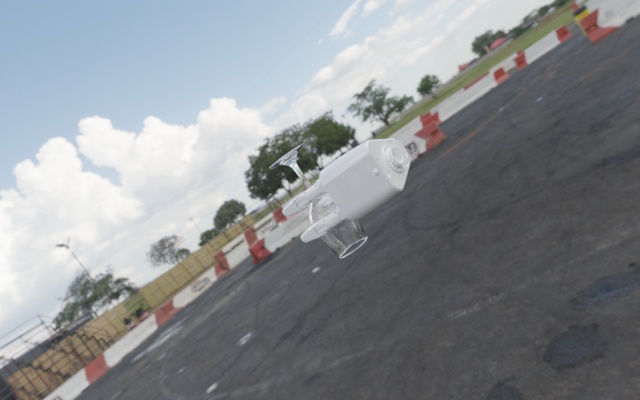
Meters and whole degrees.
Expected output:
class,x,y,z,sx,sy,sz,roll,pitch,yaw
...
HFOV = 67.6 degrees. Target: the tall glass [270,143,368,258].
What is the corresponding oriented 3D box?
class,x,y,z,sx,sy,sz,roll,pitch,yaw
tall glass,0.000,0.002,0.835,0.079,0.201,0.079,-36,3,2
